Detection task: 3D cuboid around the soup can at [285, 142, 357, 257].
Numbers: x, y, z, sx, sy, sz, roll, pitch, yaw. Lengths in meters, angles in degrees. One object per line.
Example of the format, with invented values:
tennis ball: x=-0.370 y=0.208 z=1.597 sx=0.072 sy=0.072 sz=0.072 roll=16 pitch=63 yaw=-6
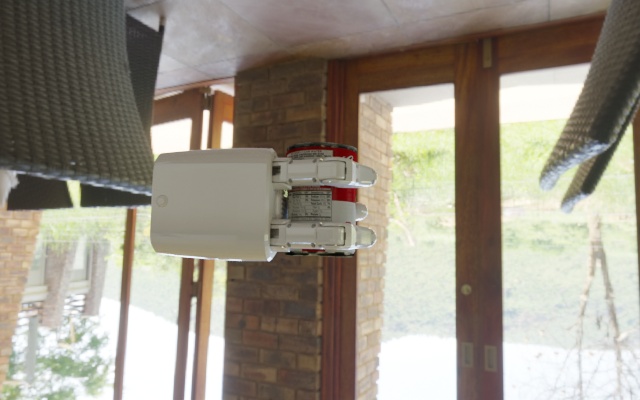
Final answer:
soup can: x=0.001 y=0.002 z=0.452 sx=0.068 sy=0.102 sz=0.068 roll=1 pitch=-5 yaw=0
